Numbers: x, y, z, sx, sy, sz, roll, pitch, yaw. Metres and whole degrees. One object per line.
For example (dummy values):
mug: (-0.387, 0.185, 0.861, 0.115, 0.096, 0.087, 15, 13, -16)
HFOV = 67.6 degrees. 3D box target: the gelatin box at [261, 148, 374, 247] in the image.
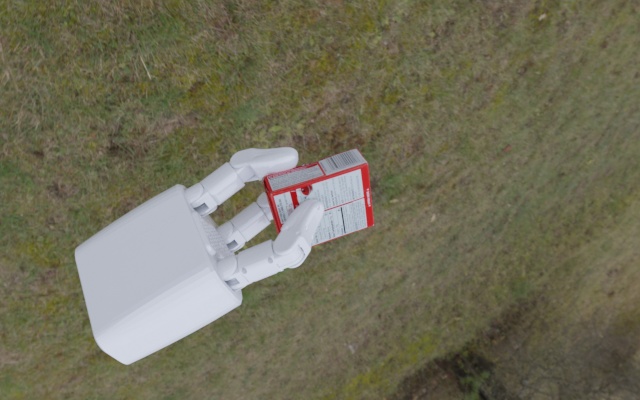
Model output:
gelatin box: (0.001, 0.002, 0.422, 0.089, 0.073, 0.030, -18, 40, -8)
